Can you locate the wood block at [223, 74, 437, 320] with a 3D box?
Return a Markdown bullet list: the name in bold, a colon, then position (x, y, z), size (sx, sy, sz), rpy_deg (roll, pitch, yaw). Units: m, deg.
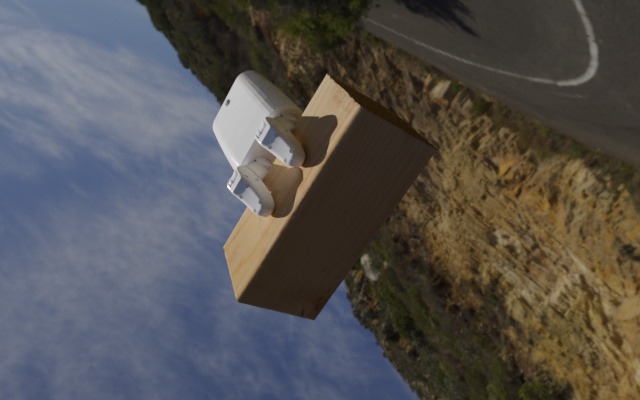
- **wood block**: position (0.000, 0.001, 0.455), size (0.091, 0.206, 0.090), rpy_deg (21, 22, -31)
